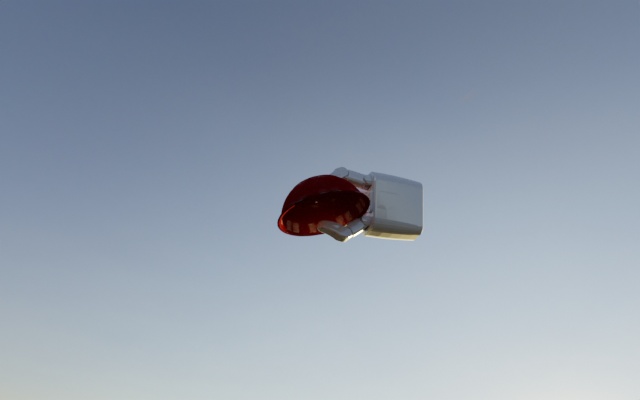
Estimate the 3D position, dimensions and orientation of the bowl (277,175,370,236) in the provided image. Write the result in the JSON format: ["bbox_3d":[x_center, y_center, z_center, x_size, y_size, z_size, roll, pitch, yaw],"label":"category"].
[{"bbox_3d":[-0.001,0.002,0.816,0.162,0.055,0.162,-13,-26,-6],"label":"bowl"}]
